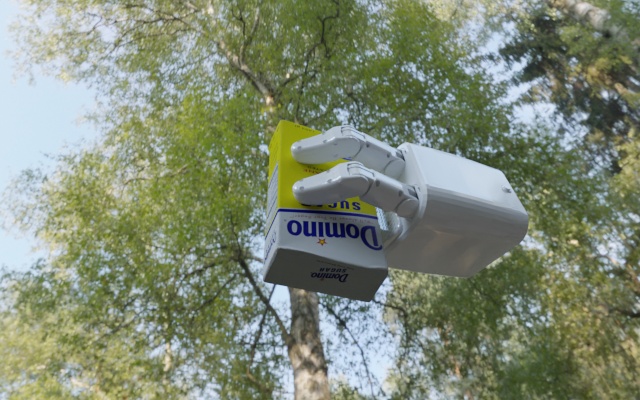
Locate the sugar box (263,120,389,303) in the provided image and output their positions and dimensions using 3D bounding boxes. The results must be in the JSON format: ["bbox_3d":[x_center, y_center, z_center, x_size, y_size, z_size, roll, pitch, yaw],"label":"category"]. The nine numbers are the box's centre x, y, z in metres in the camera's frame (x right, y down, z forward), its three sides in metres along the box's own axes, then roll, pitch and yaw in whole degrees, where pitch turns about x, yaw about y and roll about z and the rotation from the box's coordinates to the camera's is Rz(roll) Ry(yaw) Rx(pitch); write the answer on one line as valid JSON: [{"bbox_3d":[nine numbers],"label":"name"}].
[{"bbox_3d":[0.000,0.001,0.425,0.093,0.048,0.176,14,36,-16],"label":"sugar box"}]
